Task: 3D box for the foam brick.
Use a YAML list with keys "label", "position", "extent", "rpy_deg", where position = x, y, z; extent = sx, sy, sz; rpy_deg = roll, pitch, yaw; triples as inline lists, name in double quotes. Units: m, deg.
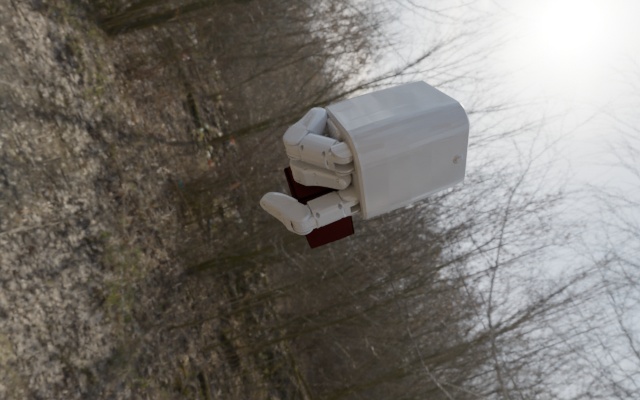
- label: "foam brick"
  position: [0.000, 0.002, 0.493]
  extent: [0.051, 0.053, 0.078]
  rpy_deg: [-19, -42, -6]
